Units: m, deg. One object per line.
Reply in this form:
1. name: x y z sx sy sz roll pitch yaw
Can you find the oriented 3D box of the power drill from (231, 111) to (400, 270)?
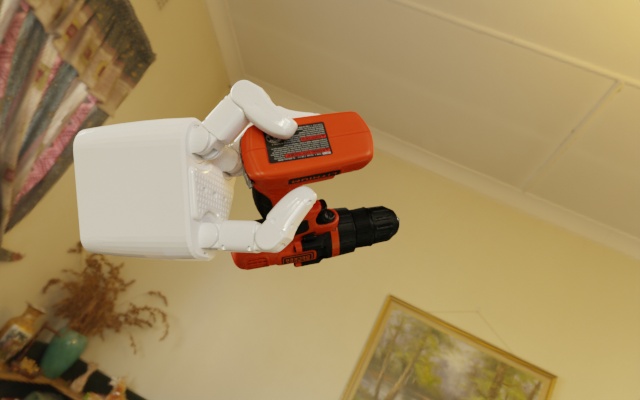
1. power drill: 0.000 0.001 0.453 0.184 0.057 0.188 -11 -33 -11
